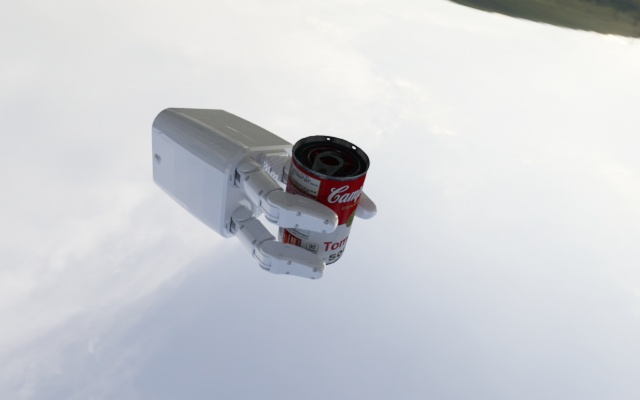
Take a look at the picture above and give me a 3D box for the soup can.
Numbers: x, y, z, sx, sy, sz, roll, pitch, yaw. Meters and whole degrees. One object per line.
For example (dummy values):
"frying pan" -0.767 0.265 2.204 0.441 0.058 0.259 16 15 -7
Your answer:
"soup can" 0.000 0.002 0.435 0.068 0.102 0.068 9 36 -6
